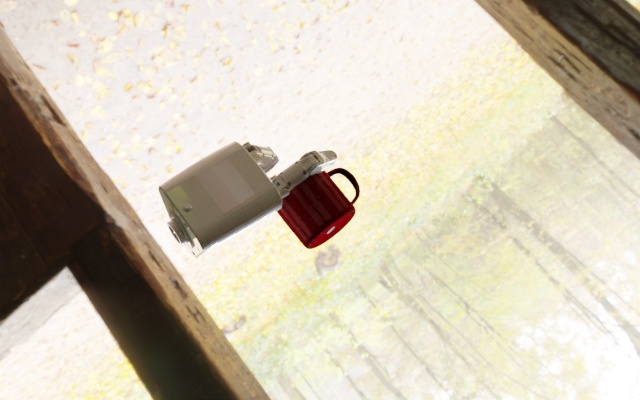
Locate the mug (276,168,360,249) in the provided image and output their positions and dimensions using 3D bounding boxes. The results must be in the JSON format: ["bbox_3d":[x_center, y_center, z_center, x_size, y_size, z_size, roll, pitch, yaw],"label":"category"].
[{"bbox_3d":[0.001,0.001,0.616,0.117,0.081,0.093,-33,-16,-22],"label":"mug"}]
